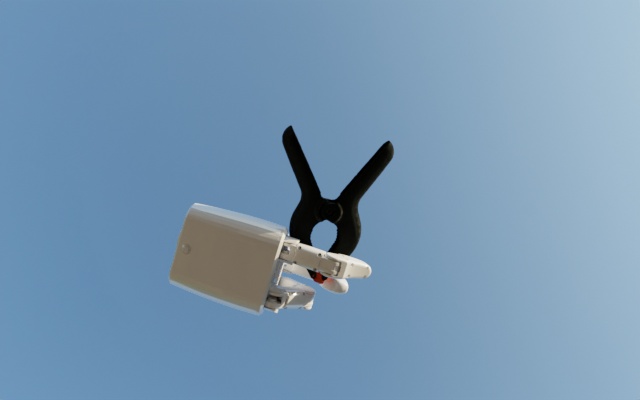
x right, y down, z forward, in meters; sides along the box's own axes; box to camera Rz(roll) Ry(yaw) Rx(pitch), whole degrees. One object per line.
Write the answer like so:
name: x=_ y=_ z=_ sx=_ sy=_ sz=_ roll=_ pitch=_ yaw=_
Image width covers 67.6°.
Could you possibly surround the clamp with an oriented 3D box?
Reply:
clamp: x=0.000 y=0.002 z=0.522 sx=0.120 sy=0.171 sz=0.039 roll=17 pitch=5 yaw=1
